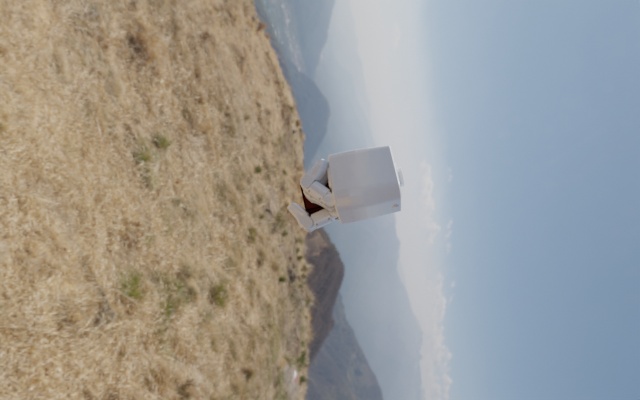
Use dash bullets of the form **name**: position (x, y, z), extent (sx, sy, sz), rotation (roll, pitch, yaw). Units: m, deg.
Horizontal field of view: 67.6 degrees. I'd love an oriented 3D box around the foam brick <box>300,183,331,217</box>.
- **foam brick**: position (0.000, 0.003, 0.845), extent (0.051, 0.053, 0.078), rotation (-14, -22, 4)
